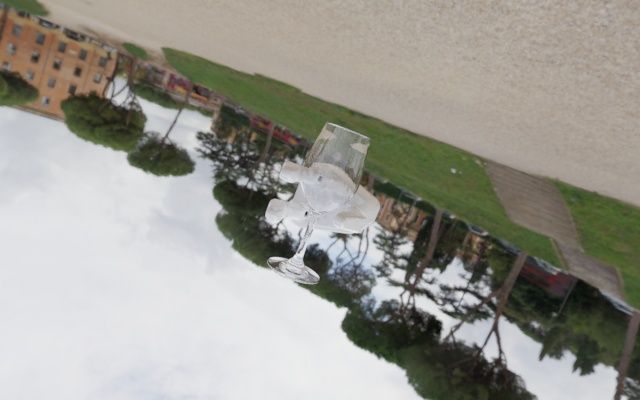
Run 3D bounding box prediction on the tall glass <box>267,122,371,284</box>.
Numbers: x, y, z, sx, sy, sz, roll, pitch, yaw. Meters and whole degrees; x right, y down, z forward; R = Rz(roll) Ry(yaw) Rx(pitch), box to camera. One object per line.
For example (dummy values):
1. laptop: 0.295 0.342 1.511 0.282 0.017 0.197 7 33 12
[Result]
1. tall glass: 0.000 0.003 0.623 0.079 0.201 0.079 21 9 -3
